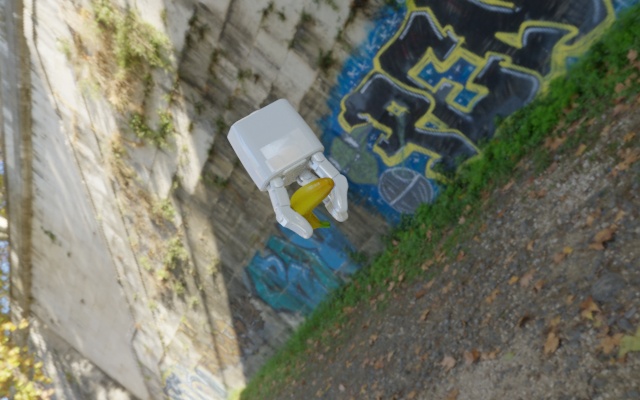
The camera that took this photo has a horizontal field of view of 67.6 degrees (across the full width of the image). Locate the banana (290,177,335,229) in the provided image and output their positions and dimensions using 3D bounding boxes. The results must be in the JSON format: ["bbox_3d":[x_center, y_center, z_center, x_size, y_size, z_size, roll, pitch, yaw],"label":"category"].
[{"bbox_3d":[-0.018,0.009,0.734,0.069,0.037,0.198,-17,-17,-7],"label":"banana"}]
